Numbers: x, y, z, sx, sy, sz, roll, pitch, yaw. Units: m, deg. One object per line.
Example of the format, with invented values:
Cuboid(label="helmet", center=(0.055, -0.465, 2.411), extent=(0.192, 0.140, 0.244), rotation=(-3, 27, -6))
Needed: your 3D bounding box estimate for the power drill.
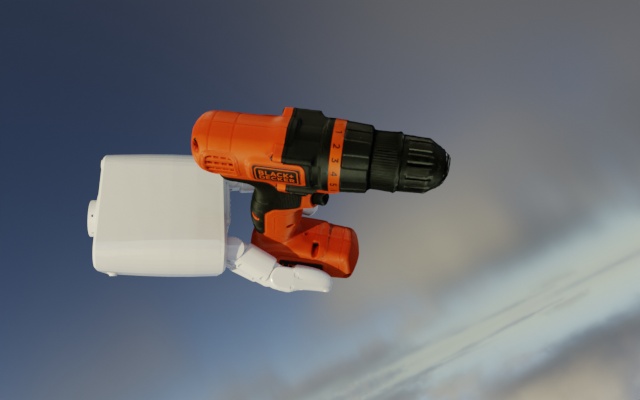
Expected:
Cuboid(label="power drill", center=(0.000, 0.002, 0.401), extent=(0.184, 0.057, 0.188), rotation=(9, -33, 6))
